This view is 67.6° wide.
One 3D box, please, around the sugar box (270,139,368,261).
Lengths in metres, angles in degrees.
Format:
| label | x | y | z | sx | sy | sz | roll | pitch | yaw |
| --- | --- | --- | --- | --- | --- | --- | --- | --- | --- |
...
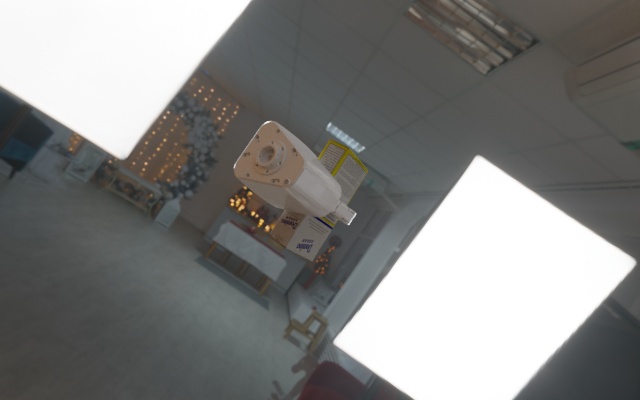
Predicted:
| label | x | y | z | sx | sy | sz | roll | pitch | yaw |
| --- | --- | --- | --- | --- | --- | --- | --- | --- | --- |
| sugar box | 0.000 | 0.002 | 0.746 | 0.048 | 0.176 | 0.093 | 33 | -3 | 33 |
